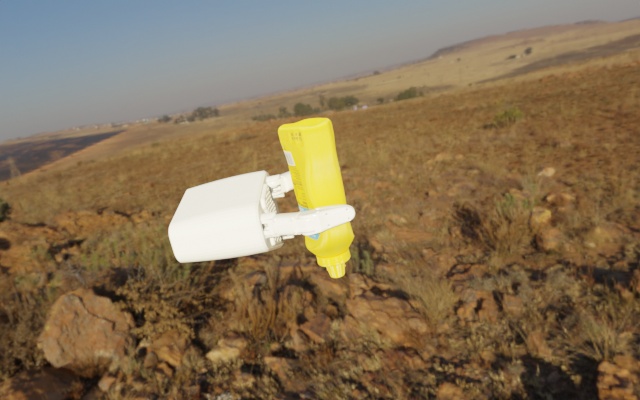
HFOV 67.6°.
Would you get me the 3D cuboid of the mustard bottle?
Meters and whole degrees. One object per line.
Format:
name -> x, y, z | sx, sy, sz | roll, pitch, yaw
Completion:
mustard bottle -> 0.000, 0.002, 0.564 | 0.058, 0.192, 0.096 | -17, 15, -16
